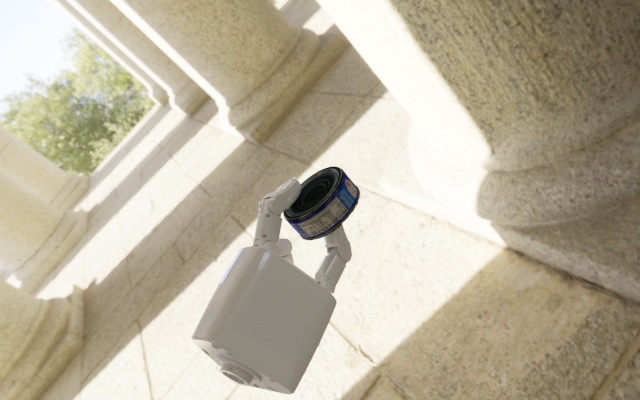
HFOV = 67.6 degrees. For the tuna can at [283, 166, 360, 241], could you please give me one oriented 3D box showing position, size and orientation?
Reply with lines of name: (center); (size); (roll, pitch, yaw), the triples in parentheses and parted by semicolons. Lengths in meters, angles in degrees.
tuna can: (0.000, 0.001, 0.532); (0.034, 0.086, 0.086); (49, -25, -24)
